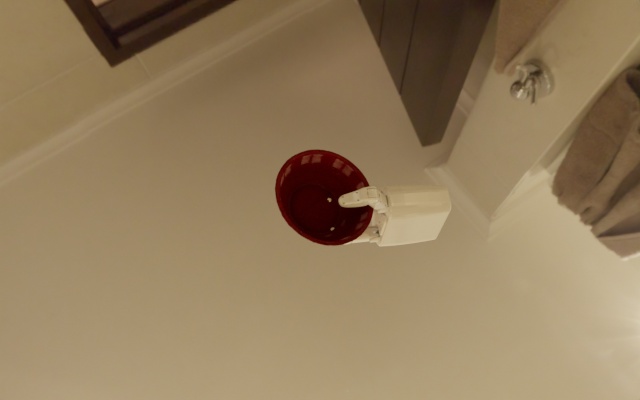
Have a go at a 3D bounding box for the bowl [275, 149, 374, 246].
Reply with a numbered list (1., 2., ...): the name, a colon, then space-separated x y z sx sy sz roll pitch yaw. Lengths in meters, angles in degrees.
1. bowl: -0.001 0.002 0.755 0.162 0.162 0.055 0 -23 -22
